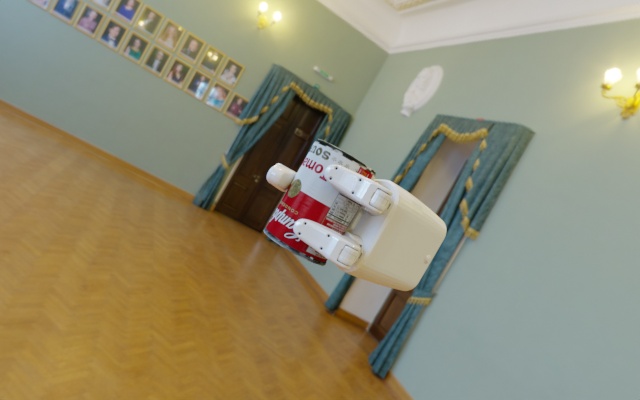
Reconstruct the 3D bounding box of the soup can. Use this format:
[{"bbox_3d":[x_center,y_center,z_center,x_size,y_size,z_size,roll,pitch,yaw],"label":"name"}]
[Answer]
[{"bbox_3d":[0.000,0.001,0.456,0.068,0.102,0.068,30,2,-1],"label":"soup can"}]
